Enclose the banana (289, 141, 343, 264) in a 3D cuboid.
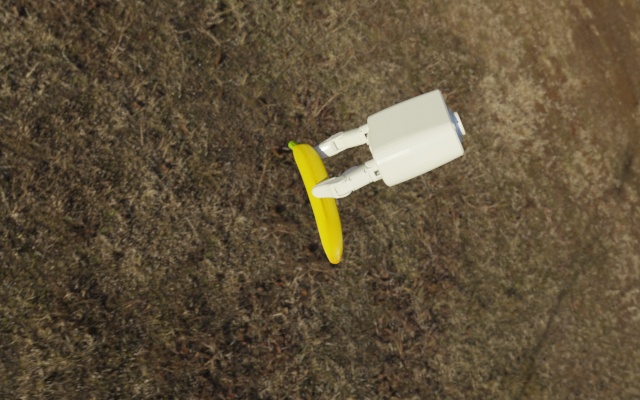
[{"bbox_3d":[0.001,-0.002,0.697,0.037,0.198,0.069,-18,-2,-7],"label":"banana"}]
